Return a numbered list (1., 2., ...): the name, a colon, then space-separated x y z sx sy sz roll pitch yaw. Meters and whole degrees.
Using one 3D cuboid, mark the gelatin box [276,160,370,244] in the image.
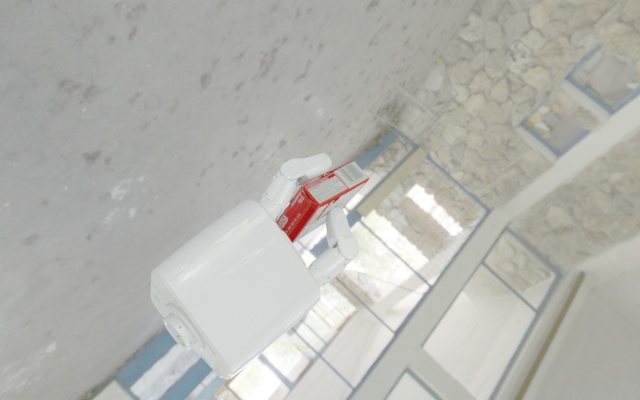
1. gelatin box: 0.001 0.002 0.497 0.089 0.030 0.073 -29 -17 -44
